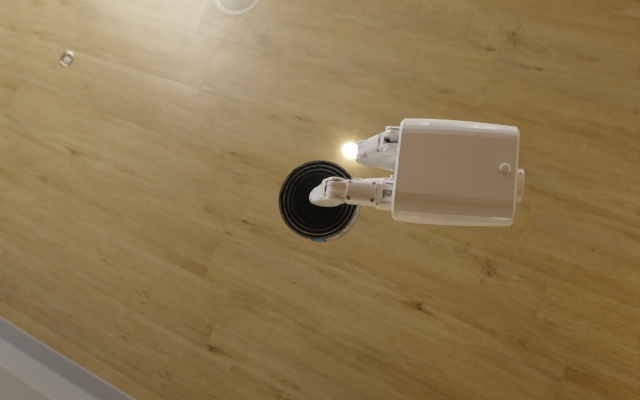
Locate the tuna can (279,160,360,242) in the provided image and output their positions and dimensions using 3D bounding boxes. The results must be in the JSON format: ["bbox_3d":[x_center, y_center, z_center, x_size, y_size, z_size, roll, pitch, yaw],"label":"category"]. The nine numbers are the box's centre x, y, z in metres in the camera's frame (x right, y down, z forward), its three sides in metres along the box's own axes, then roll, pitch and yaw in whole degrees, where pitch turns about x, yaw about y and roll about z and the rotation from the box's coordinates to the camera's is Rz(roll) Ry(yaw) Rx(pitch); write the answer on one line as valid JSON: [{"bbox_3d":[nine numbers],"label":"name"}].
[{"bbox_3d":[0.000,0.002,0.520,0.086,0.086,0.034,0,-11,12],"label":"tuna can"}]
